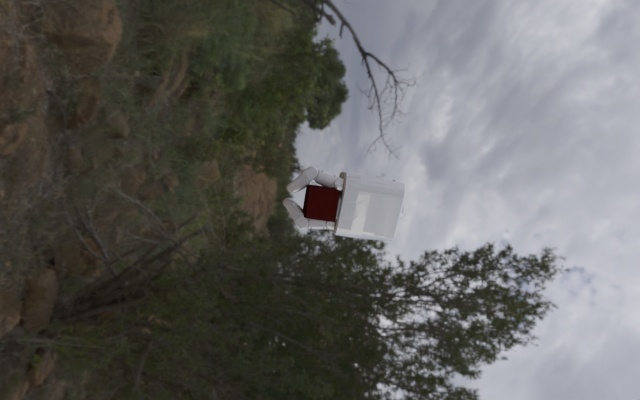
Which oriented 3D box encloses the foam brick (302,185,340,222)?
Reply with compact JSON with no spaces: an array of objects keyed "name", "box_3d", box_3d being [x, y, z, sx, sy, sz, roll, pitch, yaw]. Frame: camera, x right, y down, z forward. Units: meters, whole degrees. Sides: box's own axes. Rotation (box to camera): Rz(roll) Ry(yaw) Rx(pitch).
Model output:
[{"name":"foam brick","box_3d":[0.000,0.003,0.788,0.051,0.053,0.078,9,5,-5]}]
